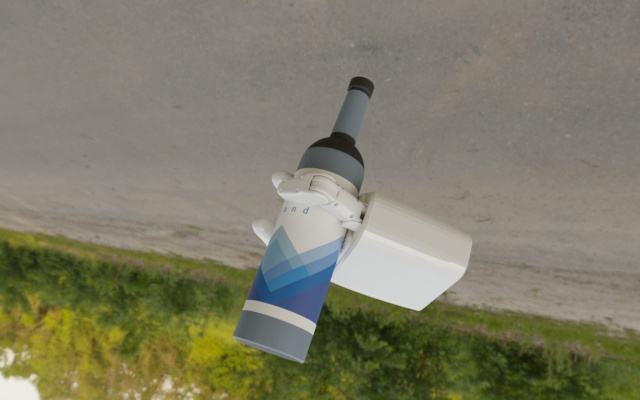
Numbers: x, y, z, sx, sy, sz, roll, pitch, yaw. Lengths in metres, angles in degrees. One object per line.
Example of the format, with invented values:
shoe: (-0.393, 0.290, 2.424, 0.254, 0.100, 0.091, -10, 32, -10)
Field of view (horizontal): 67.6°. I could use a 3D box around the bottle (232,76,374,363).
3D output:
bottle: (0.000, 0.002, 0.469, 0.069, 0.295, 0.069, 17, -22, 7)
